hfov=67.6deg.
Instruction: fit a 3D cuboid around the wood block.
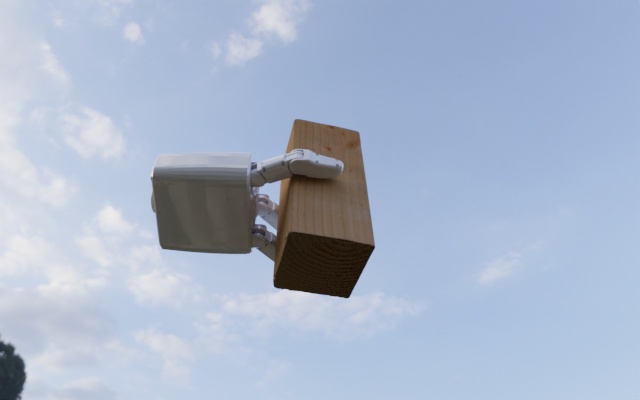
[{"bbox_3d":[0.000,0.001,0.569,0.090,0.091,0.206,10,41,-10],"label":"wood block"}]
